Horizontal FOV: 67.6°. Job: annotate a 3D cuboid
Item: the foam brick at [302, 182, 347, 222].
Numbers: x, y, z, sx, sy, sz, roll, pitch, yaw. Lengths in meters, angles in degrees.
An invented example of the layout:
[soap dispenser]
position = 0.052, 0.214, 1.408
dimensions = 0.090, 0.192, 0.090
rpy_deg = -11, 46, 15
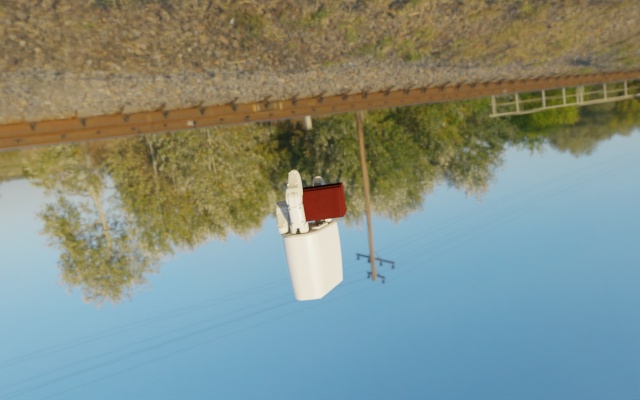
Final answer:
[foam brick]
position = 0.000, 0.002, 0.771
dimensions = 0.078, 0.051, 0.053
rpy_deg = -8, 6, 10
